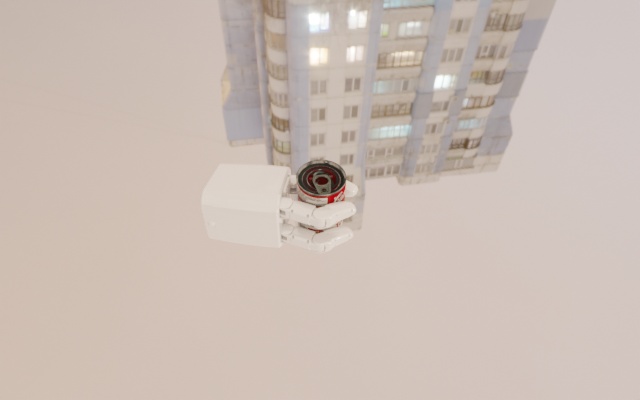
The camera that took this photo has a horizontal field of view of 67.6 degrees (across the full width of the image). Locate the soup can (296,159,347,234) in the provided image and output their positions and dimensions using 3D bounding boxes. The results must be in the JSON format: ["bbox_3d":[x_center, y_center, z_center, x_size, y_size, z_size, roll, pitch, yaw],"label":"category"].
[{"bbox_3d":[0.001,0.002,0.676,0.068,0.068,0.102,0,-42,-1],"label":"soup can"}]
